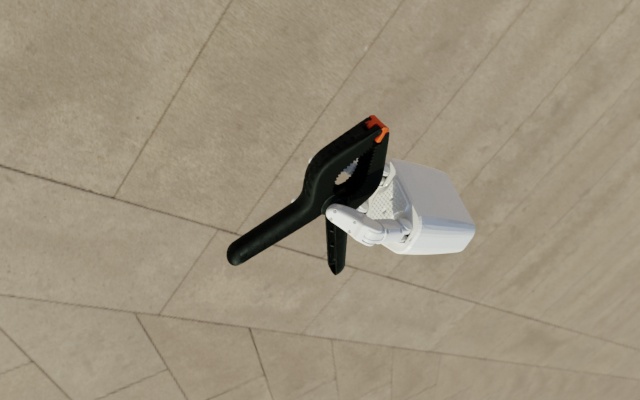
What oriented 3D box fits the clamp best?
[{"bbox_3d":[0.001,0.002,0.513,0.164,0.210,0.036,5,34,-38],"label":"clamp"}]
